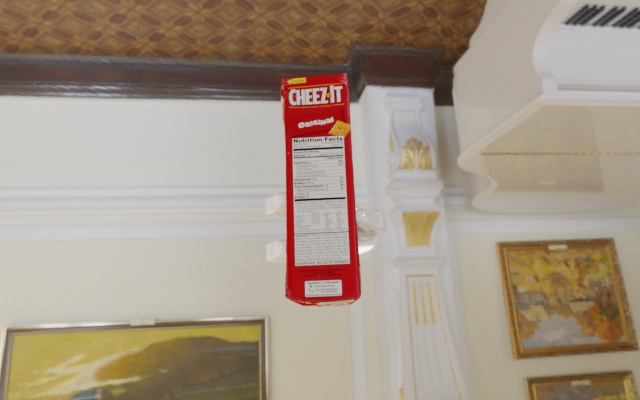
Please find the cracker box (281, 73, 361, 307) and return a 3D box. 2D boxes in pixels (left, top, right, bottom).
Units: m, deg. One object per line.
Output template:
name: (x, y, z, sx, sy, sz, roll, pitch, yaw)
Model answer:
cracker box: (0.000, 0.002, 0.505, 0.072, 0.213, 0.164, -3, -13, 1)
